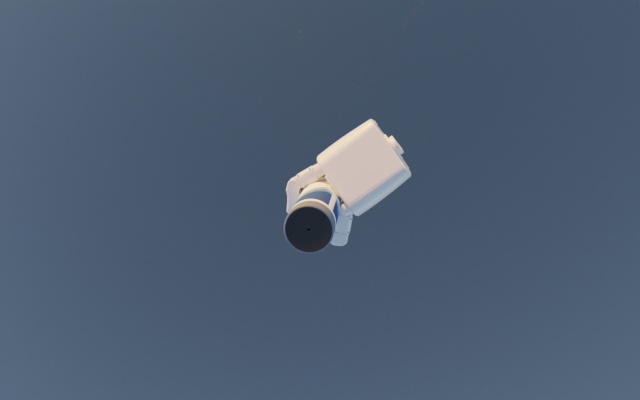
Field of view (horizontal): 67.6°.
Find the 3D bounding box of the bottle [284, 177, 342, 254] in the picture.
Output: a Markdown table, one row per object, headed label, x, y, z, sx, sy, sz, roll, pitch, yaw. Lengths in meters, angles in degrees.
| label | x | y | z | sx | sy | sz | roll | pitch | yaw |
| --- | --- | --- | --- | --- | --- | --- | --- | --- | --- |
| bottle | 0.000 | 0.003 | 0.762 | 0.069 | 0.069 | 0.295 | 0 | 14 | 6 |
